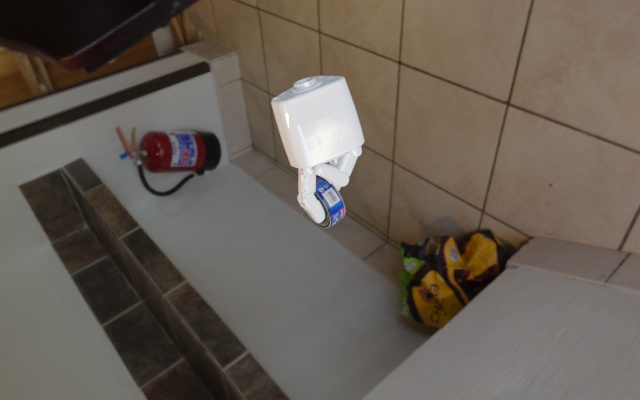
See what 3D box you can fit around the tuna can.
[{"bbox_3d":[0.000,0.003,0.788,0.033,0.086,0.086,-36,17,-26],"label":"tuna can"}]
